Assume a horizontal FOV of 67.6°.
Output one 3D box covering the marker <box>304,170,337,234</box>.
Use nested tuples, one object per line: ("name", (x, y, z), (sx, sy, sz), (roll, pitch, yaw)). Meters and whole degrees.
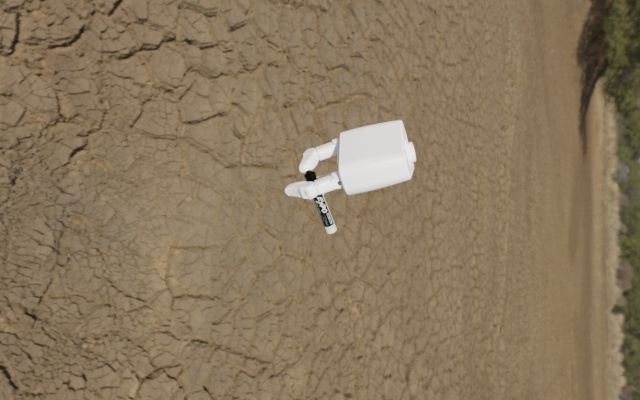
("marker", (0.000, 0.003, 0.795), (0.020, 0.121, 0.020), (-17, 28, 9))
